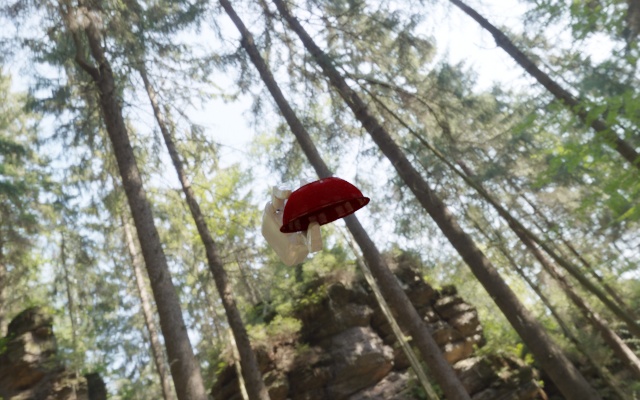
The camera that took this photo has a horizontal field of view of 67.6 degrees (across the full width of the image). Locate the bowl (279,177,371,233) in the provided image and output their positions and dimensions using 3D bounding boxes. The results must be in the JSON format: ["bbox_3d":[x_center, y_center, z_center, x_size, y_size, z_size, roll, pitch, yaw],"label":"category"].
[{"bbox_3d":[0.001,0.002,0.808,0.162,0.055,0.162,-18,-12,-4],"label":"bowl"}]
